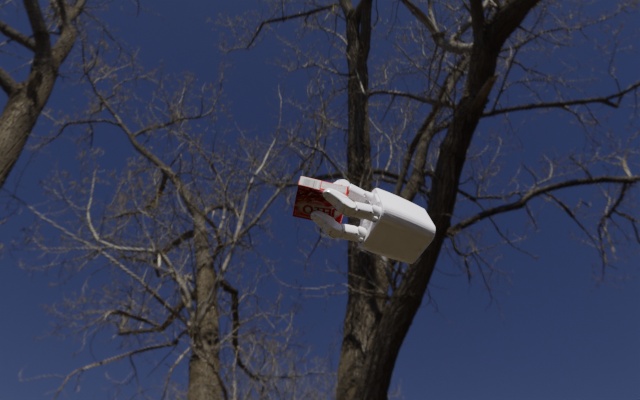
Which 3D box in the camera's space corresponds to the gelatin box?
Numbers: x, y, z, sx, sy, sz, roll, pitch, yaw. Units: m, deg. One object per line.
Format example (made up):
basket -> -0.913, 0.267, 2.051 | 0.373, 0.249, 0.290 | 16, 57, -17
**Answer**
gelatin box -> 0.000, 0.002, 0.838 | 0.089, 0.073, 0.030 | 13, 39, 0
